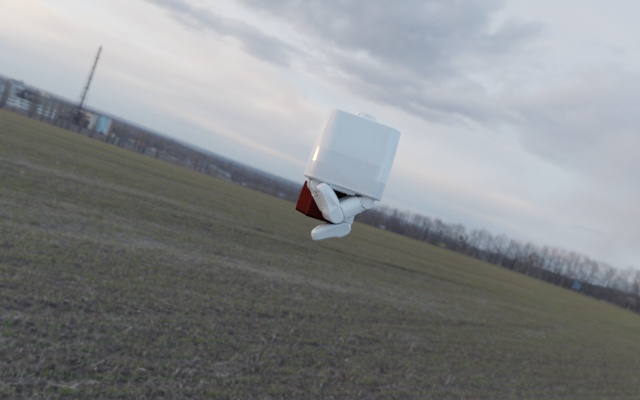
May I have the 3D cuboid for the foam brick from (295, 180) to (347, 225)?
[{"bbox_3d":[0.000,0.002,0.751,0.053,0.051,0.078,18,1,-18],"label":"foam brick"}]
